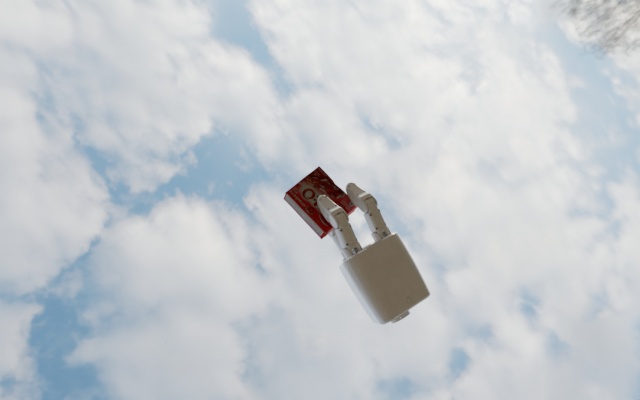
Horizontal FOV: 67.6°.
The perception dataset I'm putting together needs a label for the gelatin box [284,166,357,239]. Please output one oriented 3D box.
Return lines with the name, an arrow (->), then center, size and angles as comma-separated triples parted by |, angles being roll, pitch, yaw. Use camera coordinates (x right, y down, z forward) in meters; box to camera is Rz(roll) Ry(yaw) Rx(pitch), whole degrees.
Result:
gelatin box -> 0.000, 0.002, 0.732 | 0.073, 0.089, 0.030 | -40, -9, -26
